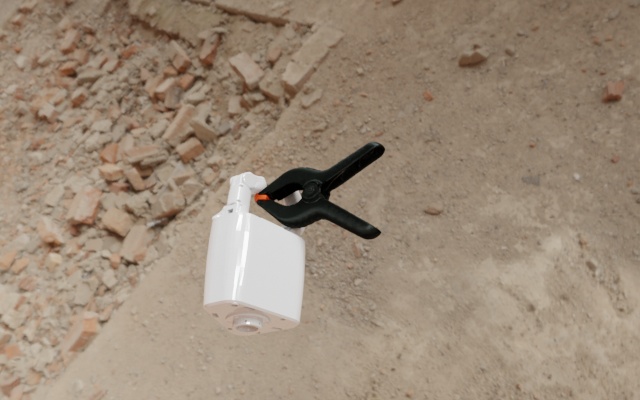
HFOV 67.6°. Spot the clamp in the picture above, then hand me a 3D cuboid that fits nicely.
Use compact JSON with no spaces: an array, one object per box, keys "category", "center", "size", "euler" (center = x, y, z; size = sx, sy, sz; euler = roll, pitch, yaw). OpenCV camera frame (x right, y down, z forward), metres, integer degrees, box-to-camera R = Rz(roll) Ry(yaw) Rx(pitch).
[{"category":"clamp","center":[0.000,0.002,0.570],"size":[0.171,0.120,0.039],"euler":[-16,-37,23]}]
